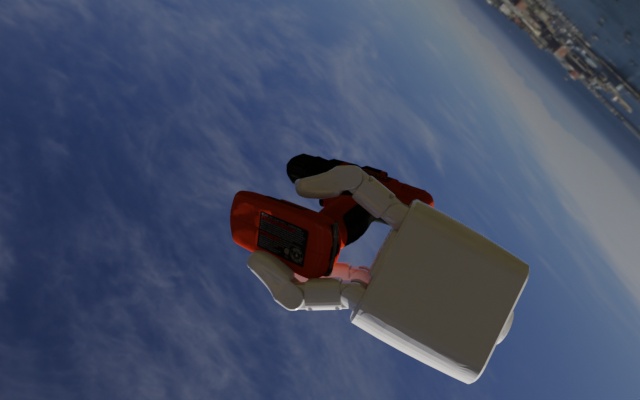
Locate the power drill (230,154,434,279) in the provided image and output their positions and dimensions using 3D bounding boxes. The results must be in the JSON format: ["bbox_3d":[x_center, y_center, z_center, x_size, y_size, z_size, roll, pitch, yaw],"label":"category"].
[{"bbox_3d":[0.000,0.002,0.482,0.184,0.057,0.187,19,26,30],"label":"power drill"}]
